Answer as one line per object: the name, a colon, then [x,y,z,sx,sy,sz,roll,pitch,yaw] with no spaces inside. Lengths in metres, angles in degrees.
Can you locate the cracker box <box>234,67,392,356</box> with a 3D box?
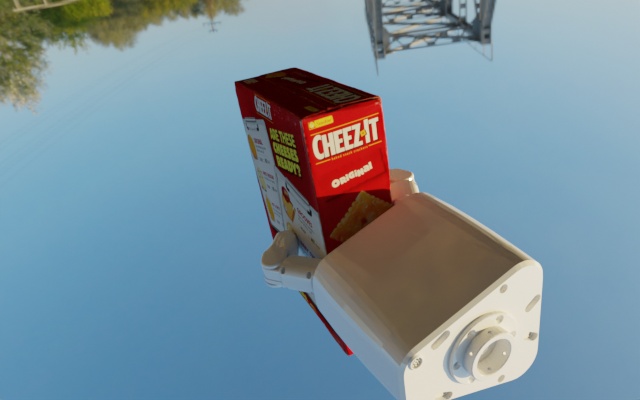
cracker box: [0.000,0.002,0.430,0.072,0.214,0.164,-20,29,-18]
